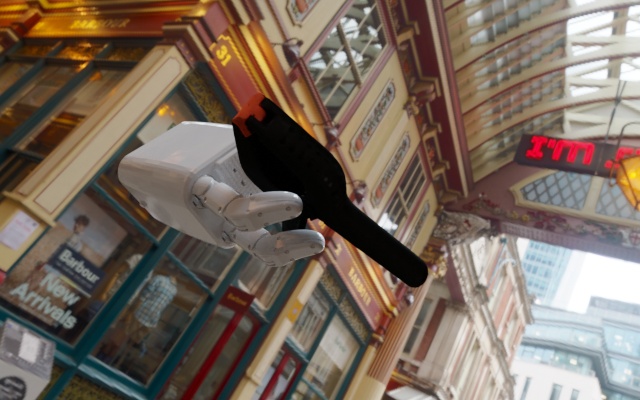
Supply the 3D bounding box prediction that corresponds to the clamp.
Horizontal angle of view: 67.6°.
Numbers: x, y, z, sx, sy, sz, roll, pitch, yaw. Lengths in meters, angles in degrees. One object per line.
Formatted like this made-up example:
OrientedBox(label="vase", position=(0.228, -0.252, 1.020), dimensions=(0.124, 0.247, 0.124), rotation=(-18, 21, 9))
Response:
OrientedBox(label="clamp", position=(0.000, 0.000, 0.400), dimensions=(0.164, 0.036, 0.210), rotation=(14, -31, 32))
